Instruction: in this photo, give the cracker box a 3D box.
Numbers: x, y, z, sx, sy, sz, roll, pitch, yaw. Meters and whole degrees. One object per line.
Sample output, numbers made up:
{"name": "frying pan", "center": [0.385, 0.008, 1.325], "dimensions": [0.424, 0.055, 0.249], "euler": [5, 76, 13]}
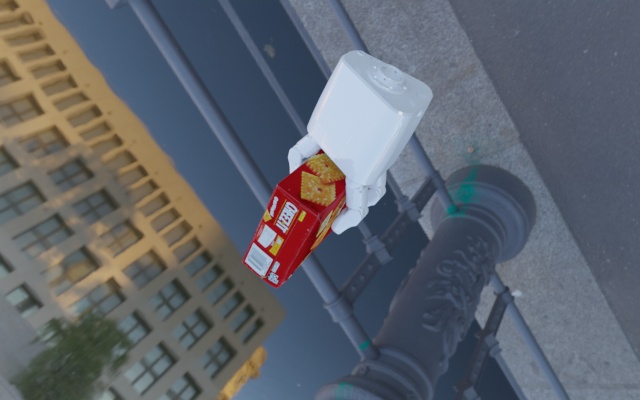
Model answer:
{"name": "cracker box", "center": [0.000, 0.002, 0.662], "dimensions": [0.072, 0.164, 0.213], "euler": [38, 43, 9]}
